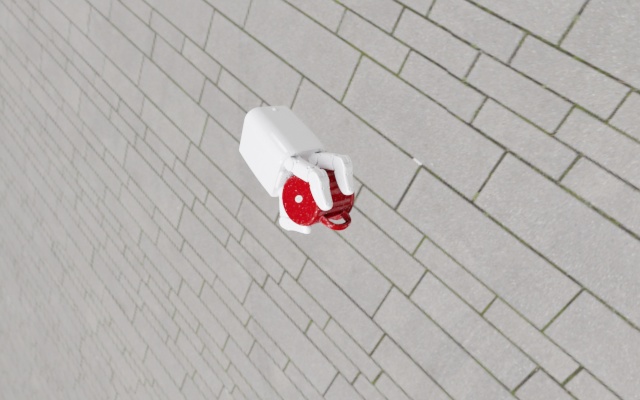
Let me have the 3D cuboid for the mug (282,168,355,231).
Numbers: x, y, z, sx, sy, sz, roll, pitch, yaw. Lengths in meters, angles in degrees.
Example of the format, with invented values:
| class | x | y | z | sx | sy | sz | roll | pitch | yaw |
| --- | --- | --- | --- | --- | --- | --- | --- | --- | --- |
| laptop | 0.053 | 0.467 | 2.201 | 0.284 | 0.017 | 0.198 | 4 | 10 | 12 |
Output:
| class | x | y | z | sx | sy | sz | roll | pitch | yaw |
| --- | --- | --- | --- | --- | --- | --- | --- | --- | --- |
| mug | 0.001 | 0.004 | 0.750 | 0.081 | 0.117 | 0.093 | -15 | -31 | -46 |
